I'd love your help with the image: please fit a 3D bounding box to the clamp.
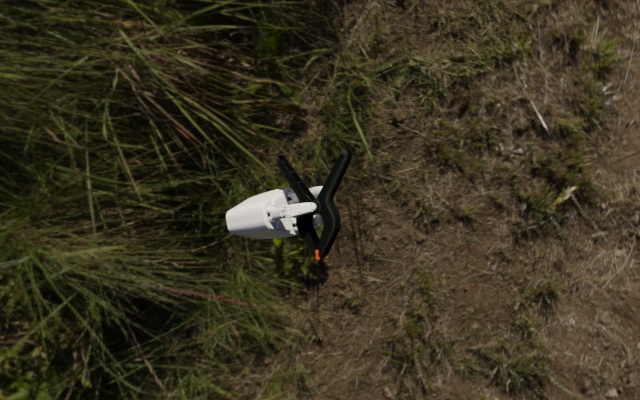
[{"bbox_3d":[0.000,0.004,0.885,0.164,0.210,0.036,-11,-1,35],"label":"clamp"}]
